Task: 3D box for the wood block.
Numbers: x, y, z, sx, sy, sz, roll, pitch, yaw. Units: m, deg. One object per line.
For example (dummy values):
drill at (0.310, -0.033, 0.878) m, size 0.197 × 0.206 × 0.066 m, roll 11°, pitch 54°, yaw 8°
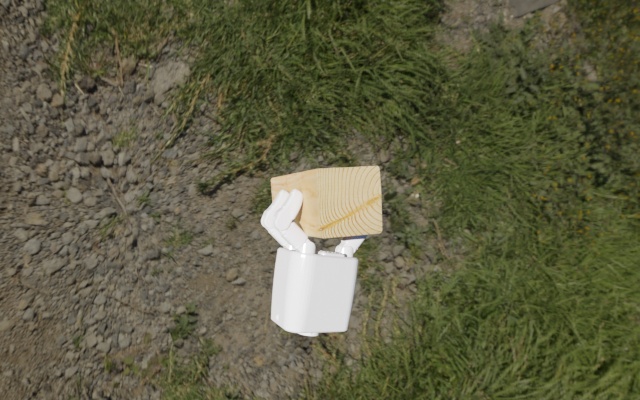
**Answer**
wood block at (0.000, 0.003, 0.699) m, size 0.091 × 0.090 × 0.206 m, roll -3°, pitch 1°, yaw -22°
